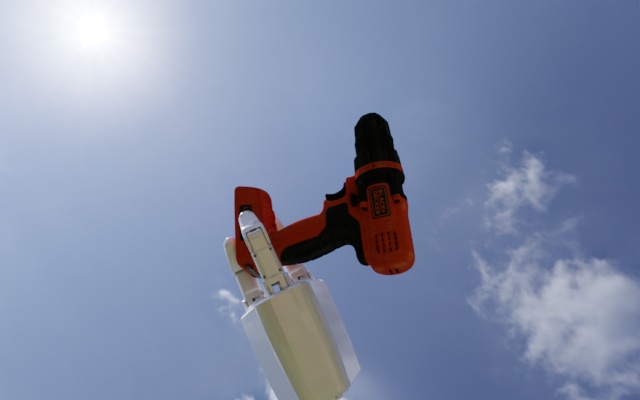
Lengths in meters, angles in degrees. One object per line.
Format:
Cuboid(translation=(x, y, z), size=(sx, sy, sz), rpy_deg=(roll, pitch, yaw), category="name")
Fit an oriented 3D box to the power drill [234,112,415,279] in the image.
Cuboid(translation=(0.000, 0.002, 0.517), size=(0.187, 0.184, 0.057), rpy_deg=(-14, -28, 16), category="power drill")
